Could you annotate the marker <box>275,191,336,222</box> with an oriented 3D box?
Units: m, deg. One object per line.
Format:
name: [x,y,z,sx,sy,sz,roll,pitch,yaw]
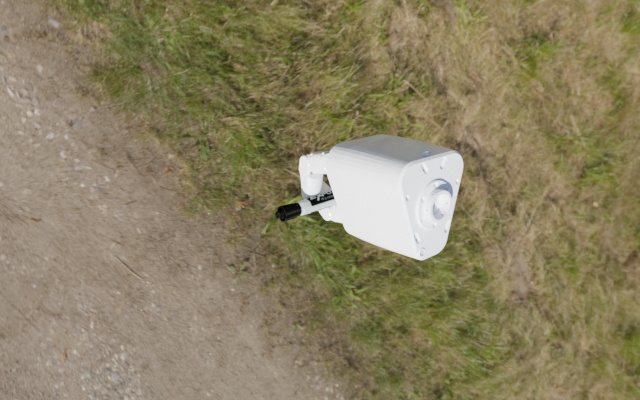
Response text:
marker: [0.000,0.002,0.567,0.121,0.020,0.020,-17,9,-33]
